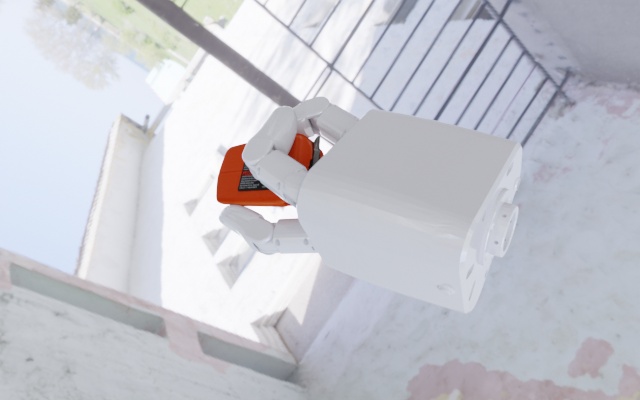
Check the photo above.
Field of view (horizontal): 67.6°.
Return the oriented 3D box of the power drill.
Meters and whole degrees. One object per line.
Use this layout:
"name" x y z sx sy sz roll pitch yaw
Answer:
"power drill" 0.000 0.001 0.448 0.184 0.057 0.188 -5 -18 44
